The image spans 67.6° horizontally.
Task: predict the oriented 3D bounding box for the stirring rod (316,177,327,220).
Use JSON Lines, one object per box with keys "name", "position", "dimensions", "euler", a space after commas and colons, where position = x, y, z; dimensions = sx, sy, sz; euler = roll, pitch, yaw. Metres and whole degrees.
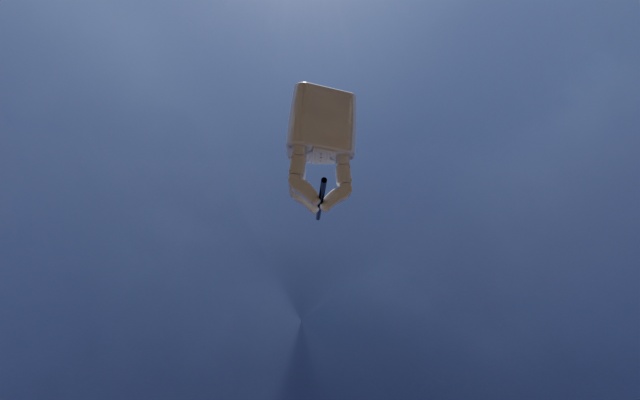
{"name": "stirring rod", "position": [0.000, 0.002, 0.746], "dimensions": [0.011, 0.011, 0.239], "euler": [0, -14, -2]}
